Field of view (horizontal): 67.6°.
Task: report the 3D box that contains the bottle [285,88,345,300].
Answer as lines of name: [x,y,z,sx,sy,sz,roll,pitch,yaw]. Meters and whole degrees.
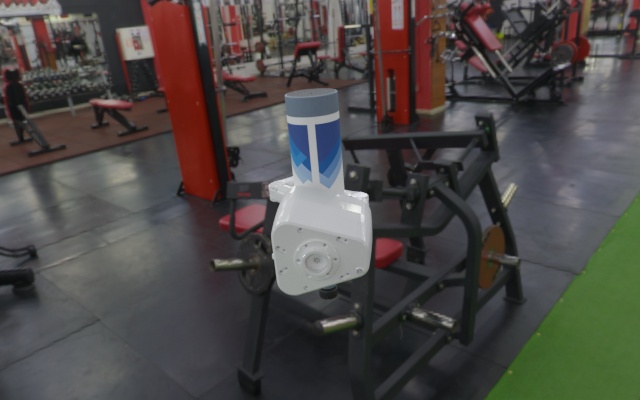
bottle: [0.000,0.002,0.649,0.069,0.296,0.069,-4,21,2]
